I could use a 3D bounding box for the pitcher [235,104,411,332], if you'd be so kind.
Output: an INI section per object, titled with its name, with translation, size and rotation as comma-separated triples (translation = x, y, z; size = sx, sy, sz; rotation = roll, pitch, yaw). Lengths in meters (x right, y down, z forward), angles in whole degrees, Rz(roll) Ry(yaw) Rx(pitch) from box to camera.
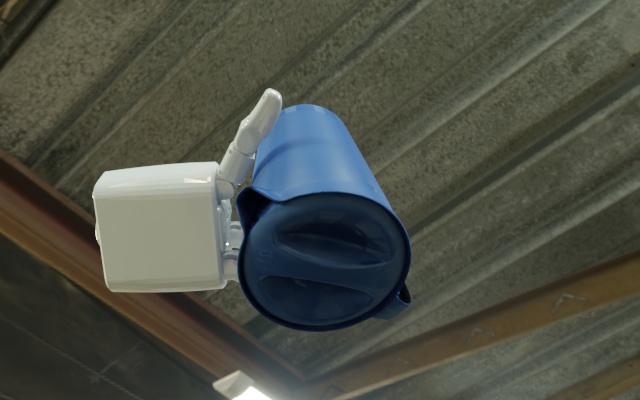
[pitcher]
translation = 0.000, 0.001, 0.464
size = 0.145, 0.149, 0.242
rotation = -4, 30, -3
